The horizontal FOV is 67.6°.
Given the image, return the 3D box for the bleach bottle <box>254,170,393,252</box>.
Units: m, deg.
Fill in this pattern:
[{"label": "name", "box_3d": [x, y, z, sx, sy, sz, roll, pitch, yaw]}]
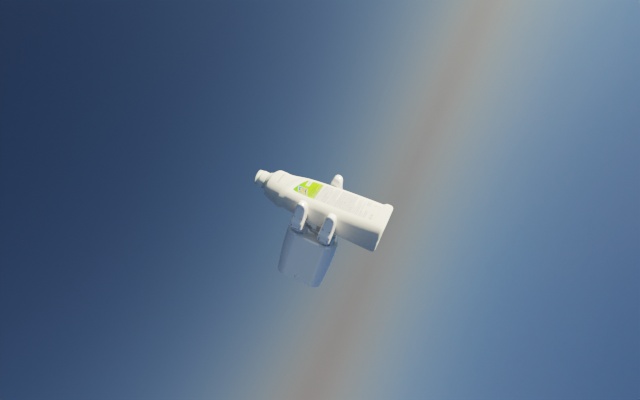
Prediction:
[{"label": "bleach bottle", "box_3d": [0.000, 0.003, 0.874, 0.251, 0.068, 0.102, 24, 31, 8]}]
